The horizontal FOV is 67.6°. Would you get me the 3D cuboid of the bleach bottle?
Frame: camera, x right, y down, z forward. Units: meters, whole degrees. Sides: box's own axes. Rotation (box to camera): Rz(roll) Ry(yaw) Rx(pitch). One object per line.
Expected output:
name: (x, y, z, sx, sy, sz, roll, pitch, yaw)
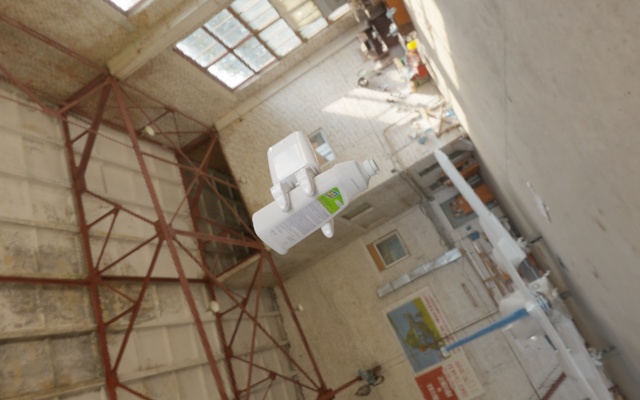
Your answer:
bleach bottle: (0.000, 0.003, 0.896, 0.251, 0.068, 0.103, -31, -43, 13)
